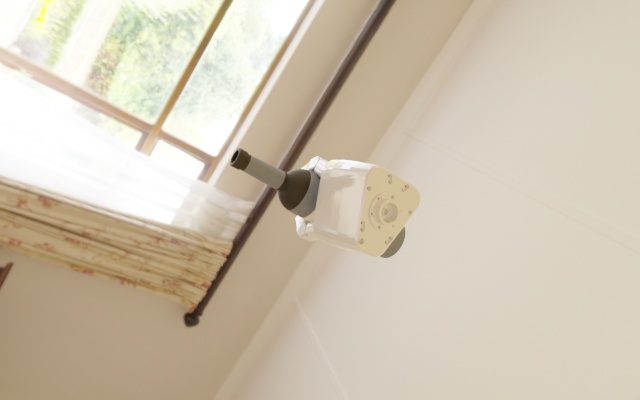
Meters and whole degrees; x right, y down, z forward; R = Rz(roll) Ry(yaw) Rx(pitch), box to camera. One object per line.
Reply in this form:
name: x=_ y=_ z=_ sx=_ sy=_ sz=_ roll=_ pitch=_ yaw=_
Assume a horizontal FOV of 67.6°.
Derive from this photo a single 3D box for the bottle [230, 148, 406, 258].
bottle: x=0.000 y=0.002 z=0.708 sx=0.296 sy=0.069 sz=0.069 roll=28 pitch=-14 yaw=-28
